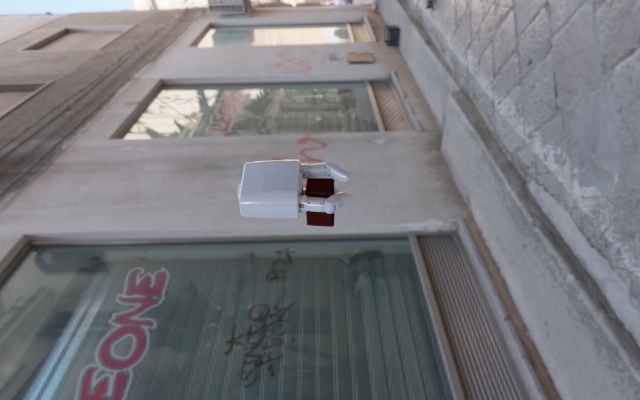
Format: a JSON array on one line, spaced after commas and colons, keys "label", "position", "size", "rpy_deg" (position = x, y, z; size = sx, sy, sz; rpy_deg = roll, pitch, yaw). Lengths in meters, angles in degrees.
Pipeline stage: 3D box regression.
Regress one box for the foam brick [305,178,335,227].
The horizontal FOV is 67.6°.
[{"label": "foam brick", "position": [0.000, 0.003, 0.895], "size": [0.051, 0.078, 0.053], "rpy_deg": [0, 32, 4]}]
